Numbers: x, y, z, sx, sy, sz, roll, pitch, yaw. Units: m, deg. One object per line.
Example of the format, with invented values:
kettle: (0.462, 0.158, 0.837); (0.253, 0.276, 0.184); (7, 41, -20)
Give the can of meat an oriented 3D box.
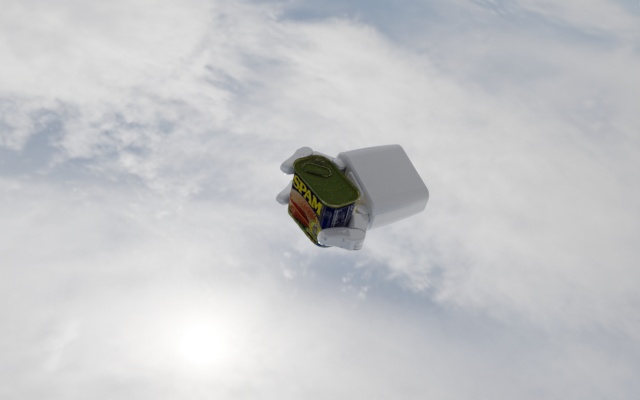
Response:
can of meat: (0.000, 0.002, 0.646); (0.057, 0.084, 0.102); (-17, 49, -31)
